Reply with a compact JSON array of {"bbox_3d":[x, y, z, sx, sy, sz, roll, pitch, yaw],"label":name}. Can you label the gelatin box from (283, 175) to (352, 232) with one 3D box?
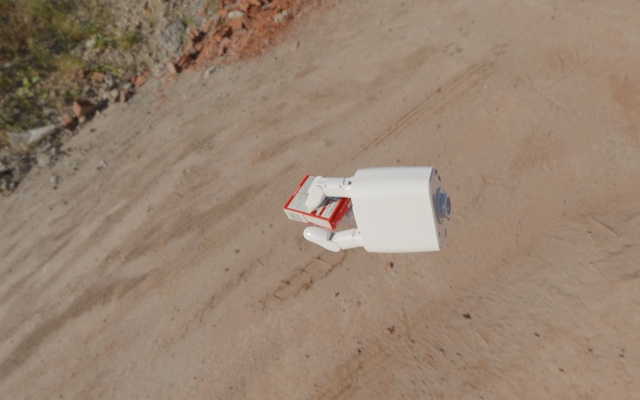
[{"bbox_3d":[0.000,0.002,0.721,0.089,0.073,0.030,13,-34,33],"label":"gelatin box"}]
